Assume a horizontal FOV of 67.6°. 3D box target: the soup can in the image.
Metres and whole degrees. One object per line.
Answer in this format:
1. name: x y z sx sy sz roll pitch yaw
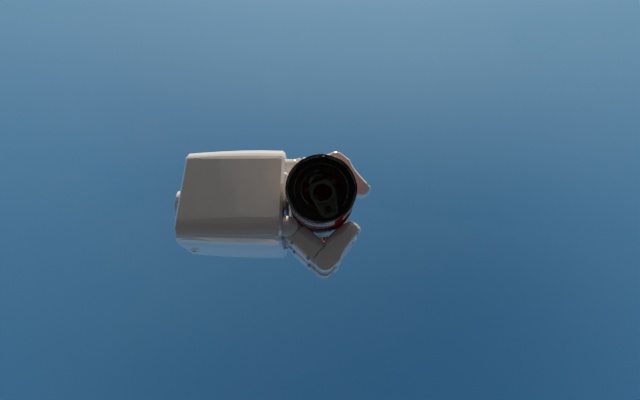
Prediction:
1. soup can: 0.001 0.002 0.496 0.068 0.068 0.102 0 -16 -1
